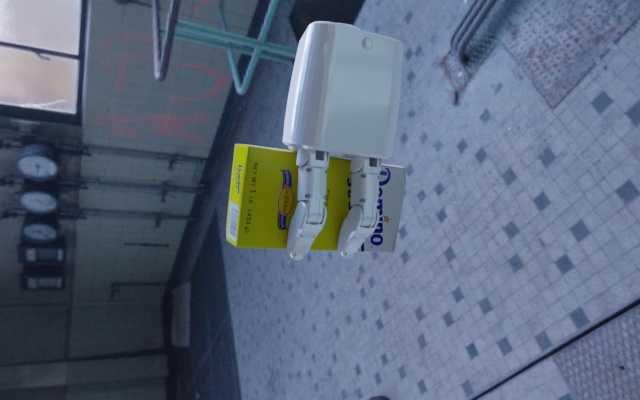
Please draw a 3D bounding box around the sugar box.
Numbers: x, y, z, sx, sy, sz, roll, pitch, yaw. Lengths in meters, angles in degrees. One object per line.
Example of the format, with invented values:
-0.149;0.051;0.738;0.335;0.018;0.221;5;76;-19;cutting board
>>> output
0.000;0.001;0.470;0.176;0.093;0.048;4;7;-27;sugar box
